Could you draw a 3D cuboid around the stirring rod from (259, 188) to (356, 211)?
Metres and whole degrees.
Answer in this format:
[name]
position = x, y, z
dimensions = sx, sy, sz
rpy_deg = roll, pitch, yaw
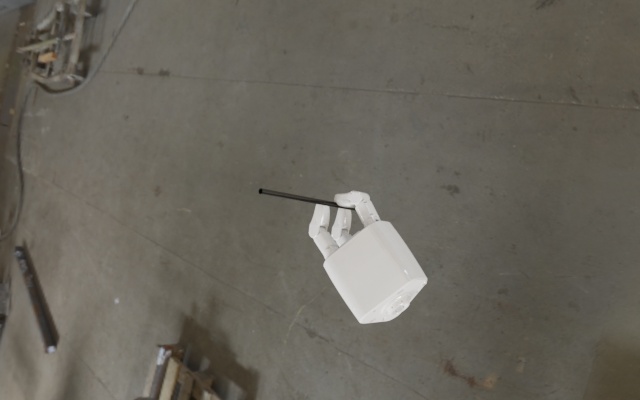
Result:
[stirring rod]
position = 0.000, 0.002, 0.728
dimensions = 0.011, 0.011, 0.239
rpy_deg = 0, -7, 42
